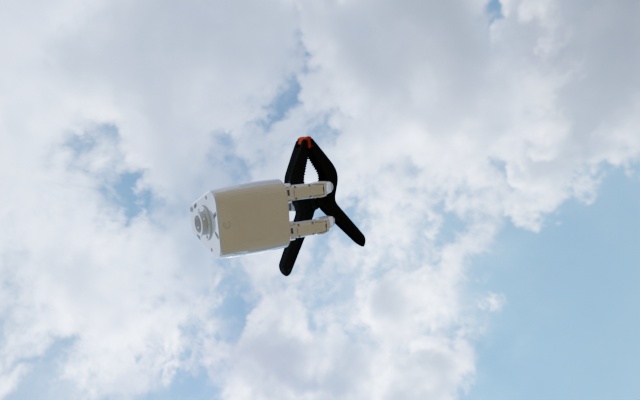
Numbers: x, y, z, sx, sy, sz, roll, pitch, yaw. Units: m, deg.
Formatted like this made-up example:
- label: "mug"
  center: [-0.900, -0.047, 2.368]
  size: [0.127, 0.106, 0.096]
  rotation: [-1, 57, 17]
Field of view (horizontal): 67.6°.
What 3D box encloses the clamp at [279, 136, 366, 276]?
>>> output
- label: "clamp"
  center: [-0.001, 0.002, 0.760]
  size: [0.164, 0.210, 0.036]
  rotation: [-9, 9, -34]
